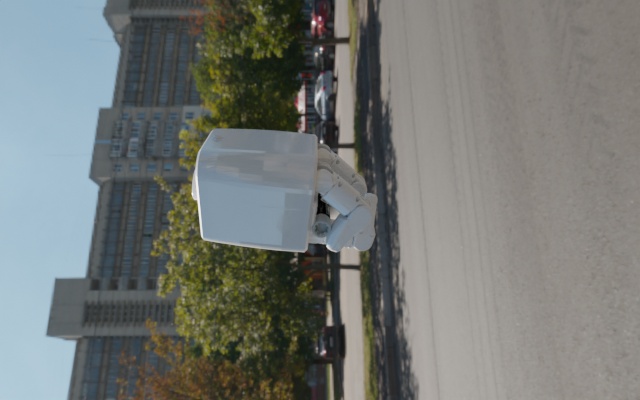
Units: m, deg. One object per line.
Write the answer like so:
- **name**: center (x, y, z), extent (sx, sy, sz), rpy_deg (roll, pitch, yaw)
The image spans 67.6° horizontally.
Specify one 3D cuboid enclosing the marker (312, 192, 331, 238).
- **marker**: center (0.000, 0.002, 0.505), extent (0.020, 0.020, 0.121), rpy_deg (0, 25, -1)
